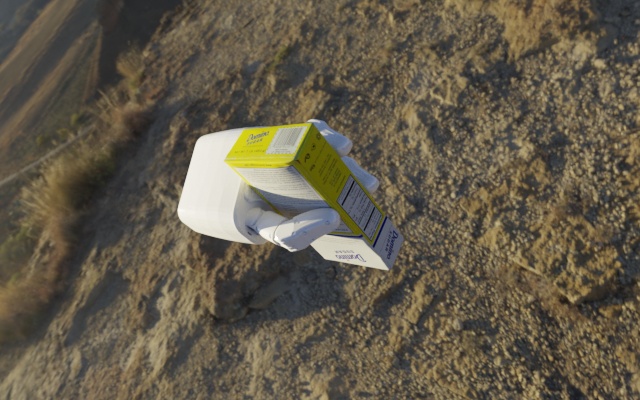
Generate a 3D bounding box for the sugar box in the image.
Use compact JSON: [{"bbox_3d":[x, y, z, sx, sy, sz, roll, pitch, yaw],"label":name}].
[{"bbox_3d":[0.000,0.001,0.460,0.093,0.048,0.176,4,-30,42],"label":"sugar box"}]
